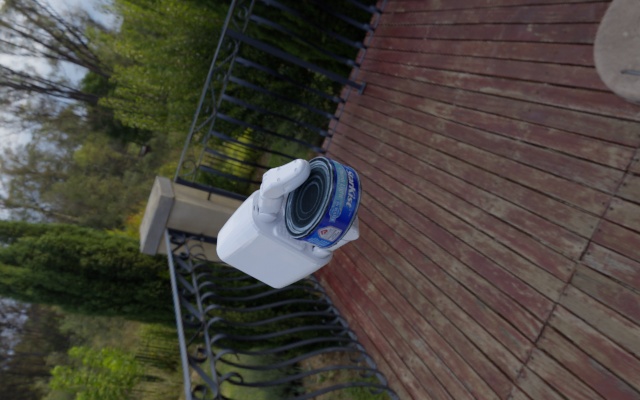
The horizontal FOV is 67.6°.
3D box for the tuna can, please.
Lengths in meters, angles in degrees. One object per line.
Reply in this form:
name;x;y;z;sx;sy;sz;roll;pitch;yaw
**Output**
tuna can;0.000;0.001;0.464;0.034;0.086;0.086;21;-11;-29
